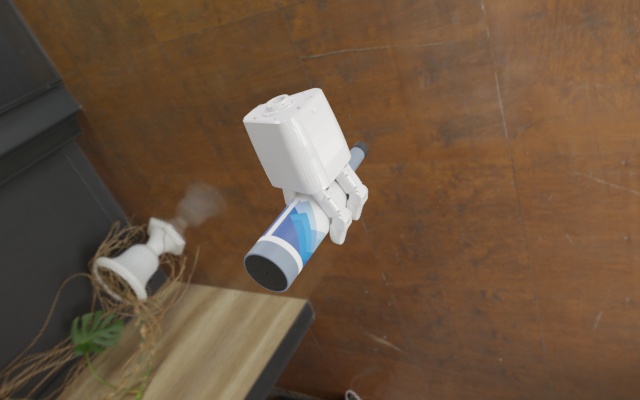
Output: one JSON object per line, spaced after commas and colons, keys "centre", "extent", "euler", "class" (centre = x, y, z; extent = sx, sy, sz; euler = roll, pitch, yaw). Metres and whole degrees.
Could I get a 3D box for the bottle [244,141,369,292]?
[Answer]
{"centre": [0.000, 0.002, 0.686], "extent": [0.069, 0.069, 0.295], "euler": [0, 37, 35], "class": "bottle"}
